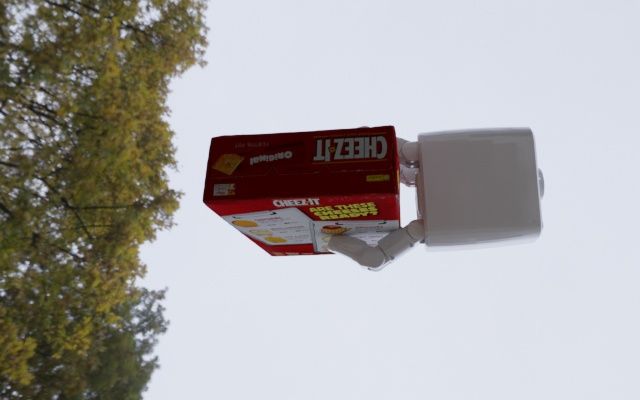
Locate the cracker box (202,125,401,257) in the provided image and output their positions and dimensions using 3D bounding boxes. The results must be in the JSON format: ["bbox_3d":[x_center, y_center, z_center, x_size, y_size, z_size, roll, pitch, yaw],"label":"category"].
[{"bbox_3d":[0.000,0.002,0.491,0.164,0.072,0.214,-3,-19,10],"label":"cracker box"}]
